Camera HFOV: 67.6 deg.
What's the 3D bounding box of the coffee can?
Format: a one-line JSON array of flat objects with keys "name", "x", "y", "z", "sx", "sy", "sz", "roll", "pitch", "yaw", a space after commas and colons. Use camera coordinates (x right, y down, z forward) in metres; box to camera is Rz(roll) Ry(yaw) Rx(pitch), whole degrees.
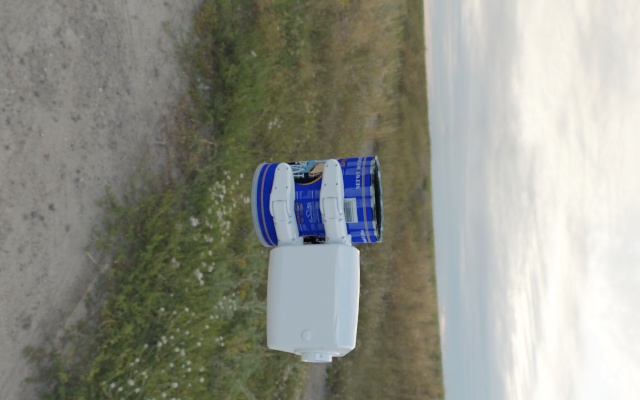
[{"name": "coffee can", "x": 0.000, "y": 0.002, "z": 0.572, "sx": 0.140, "sy": 0.103, "sz": 0.103, "roll": -3, "pitch": -1, "yaw": 12}]
